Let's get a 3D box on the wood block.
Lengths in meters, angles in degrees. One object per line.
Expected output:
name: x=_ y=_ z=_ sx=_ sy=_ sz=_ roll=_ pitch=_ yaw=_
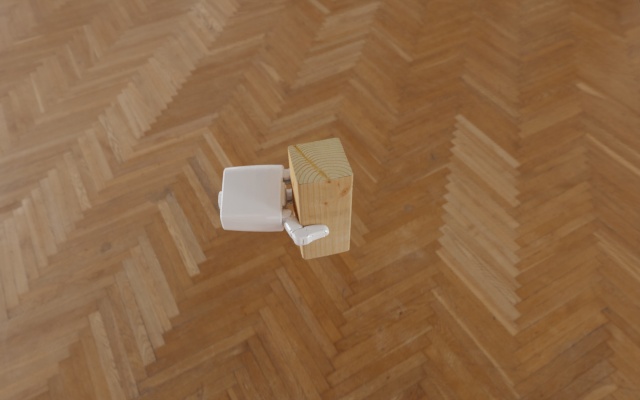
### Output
wood block: x=0.000 y=0.003 z=0.836 sx=0.090 sy=0.090 sz=0.206 roll=-10 pitch=-40 yaw=-8
